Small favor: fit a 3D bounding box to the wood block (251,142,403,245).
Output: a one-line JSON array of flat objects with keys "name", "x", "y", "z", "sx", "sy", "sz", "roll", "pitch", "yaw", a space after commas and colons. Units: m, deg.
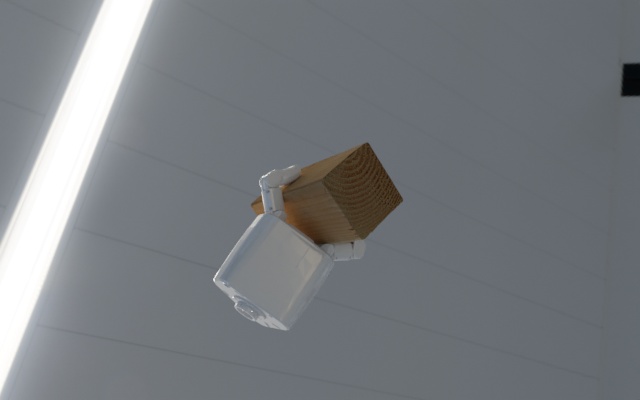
[{"name": "wood block", "x": 0.000, "y": 0.002, "z": 0.656, "sx": 0.090, "sy": 0.091, "sz": 0.206, "roll": -41, "pitch": 14, "yaw": -30}]
